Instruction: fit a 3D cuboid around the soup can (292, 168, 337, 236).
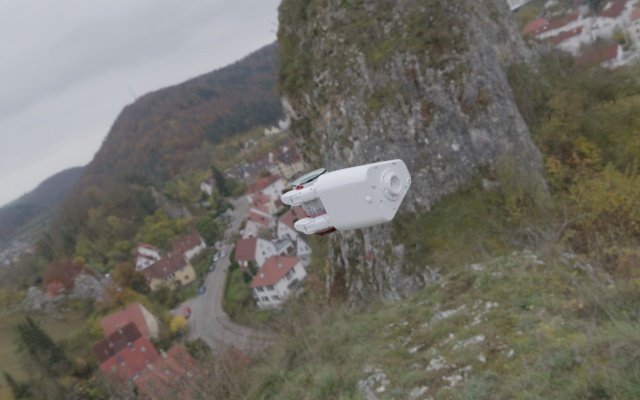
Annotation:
[{"bbox_3d":[0.000,0.003,0.847,0.068,0.102,0.068,-24,13,6],"label":"soup can"}]
